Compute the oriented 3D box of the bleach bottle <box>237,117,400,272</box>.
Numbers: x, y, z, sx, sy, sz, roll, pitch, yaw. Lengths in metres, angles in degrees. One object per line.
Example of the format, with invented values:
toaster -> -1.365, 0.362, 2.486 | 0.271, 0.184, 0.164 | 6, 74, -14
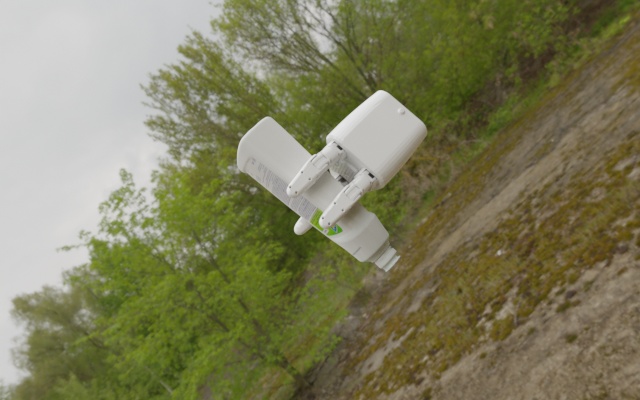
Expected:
bleach bottle -> 0.000, 0.002, 0.640 | 0.251, 0.068, 0.103 | 42, -20, 5
